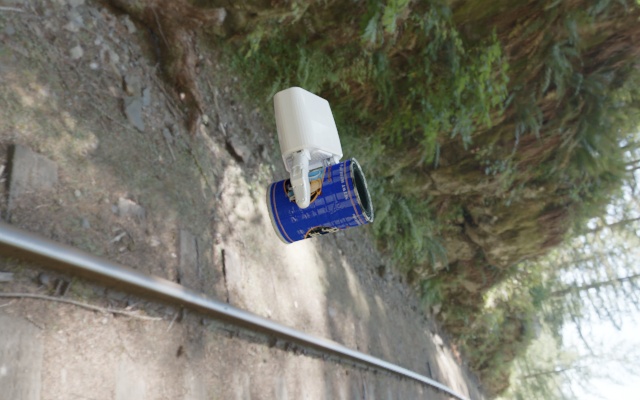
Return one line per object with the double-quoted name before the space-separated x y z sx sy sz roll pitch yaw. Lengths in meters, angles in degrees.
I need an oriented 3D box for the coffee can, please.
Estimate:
"coffee can" 0.000 0.003 0.746 0.140 0.103 0.103 -16 -4 15
